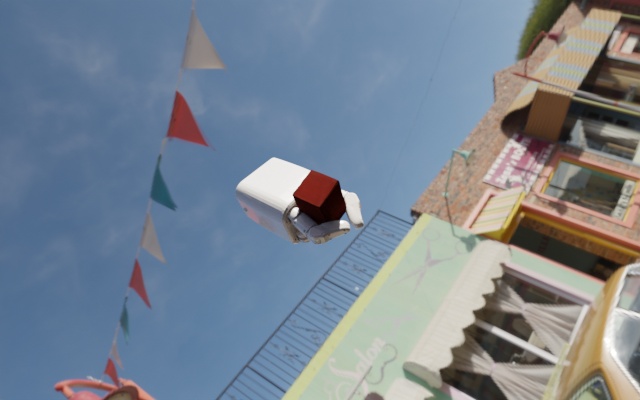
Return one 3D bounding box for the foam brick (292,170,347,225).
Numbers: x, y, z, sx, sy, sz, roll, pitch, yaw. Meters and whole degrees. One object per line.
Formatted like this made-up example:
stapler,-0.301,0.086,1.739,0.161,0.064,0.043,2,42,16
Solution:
foam brick,0.000,0.002,0.712,0.051,0.053,0.078,26,-24,27
